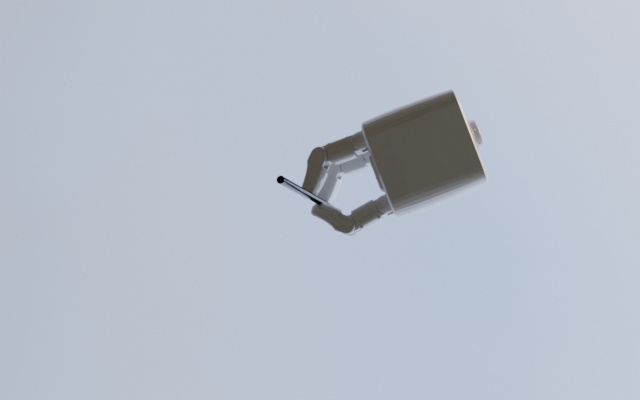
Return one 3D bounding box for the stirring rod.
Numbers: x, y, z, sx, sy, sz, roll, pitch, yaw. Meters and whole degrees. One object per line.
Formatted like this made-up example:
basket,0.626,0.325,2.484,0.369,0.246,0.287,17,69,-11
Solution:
stirring rod,0.000,0.002,0.561,0.011,0.011,0.239,0,-10,19
